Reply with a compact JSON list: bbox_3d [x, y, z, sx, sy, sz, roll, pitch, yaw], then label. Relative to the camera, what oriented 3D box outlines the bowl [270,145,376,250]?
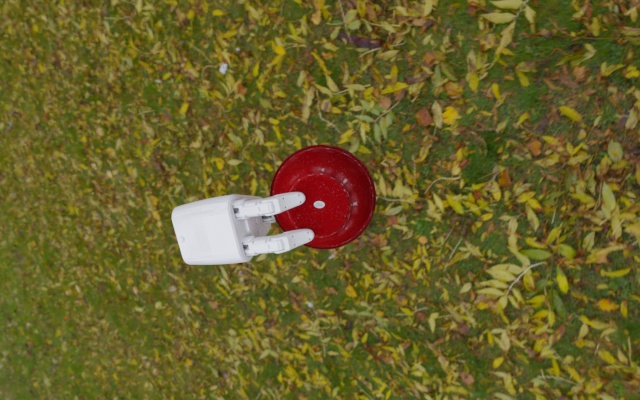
[{"bbox_3d":[0.001,0.002,0.692,0.162,0.162,0.055,0,13,6],"label":"bowl"}]
